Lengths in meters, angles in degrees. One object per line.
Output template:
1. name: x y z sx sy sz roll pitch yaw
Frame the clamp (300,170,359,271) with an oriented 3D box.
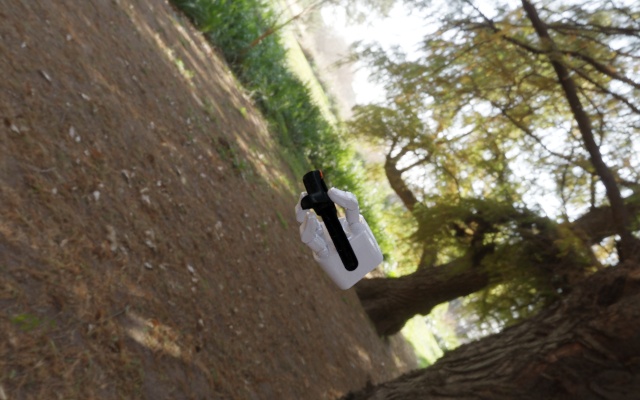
1. clamp: 0.001 0.002 0.815 0.036 0.165 0.209 -28 40 9
